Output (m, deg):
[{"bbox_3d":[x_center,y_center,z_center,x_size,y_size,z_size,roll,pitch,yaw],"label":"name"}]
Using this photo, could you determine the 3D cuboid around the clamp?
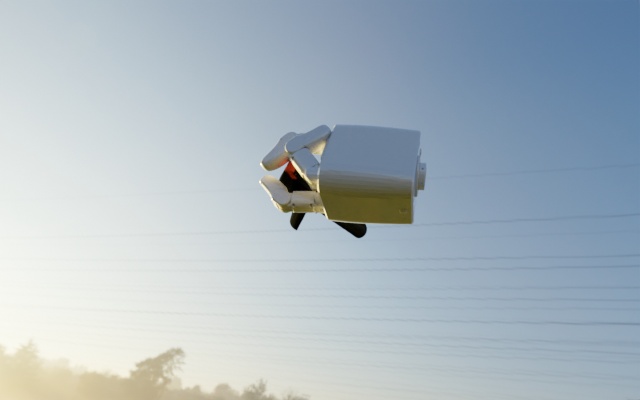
[{"bbox_3d":[0.000,0.002,0.651,0.120,0.039,0.172,5,-29,14],"label":"clamp"}]
